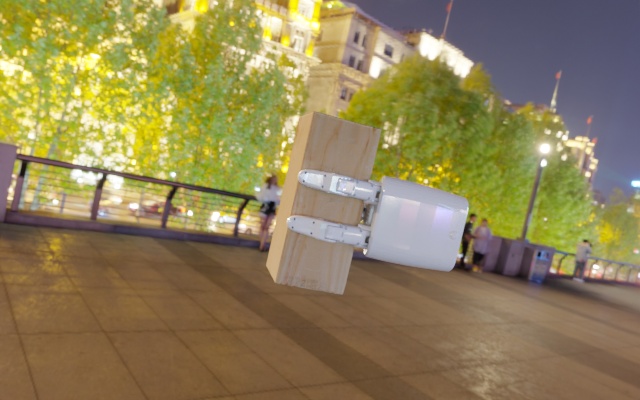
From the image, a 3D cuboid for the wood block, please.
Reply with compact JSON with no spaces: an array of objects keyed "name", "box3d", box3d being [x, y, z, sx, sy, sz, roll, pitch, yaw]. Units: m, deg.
[{"name":"wood block","box3d":[0.000,0.002,0.608,0.090,0.206,0.091,12,3,-14]}]
